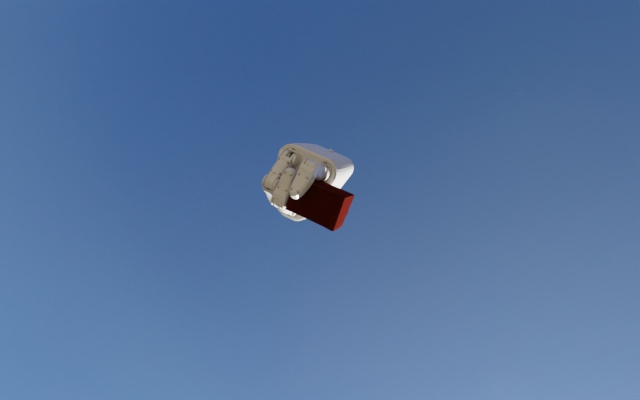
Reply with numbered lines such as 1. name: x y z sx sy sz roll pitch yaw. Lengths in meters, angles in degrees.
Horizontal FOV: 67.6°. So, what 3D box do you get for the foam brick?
1. foam brick: 0.000 0.002 0.680 0.078 0.053 0.051 25 12 16
